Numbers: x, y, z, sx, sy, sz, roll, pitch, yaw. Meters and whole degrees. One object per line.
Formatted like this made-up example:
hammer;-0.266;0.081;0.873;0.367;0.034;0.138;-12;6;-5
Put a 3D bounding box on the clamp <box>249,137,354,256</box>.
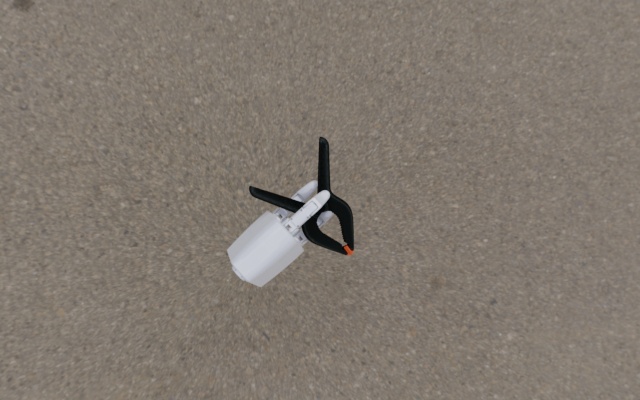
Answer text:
clamp;0.000;0.003;0.847;0.164;0.210;0.036;-42;1;-2
